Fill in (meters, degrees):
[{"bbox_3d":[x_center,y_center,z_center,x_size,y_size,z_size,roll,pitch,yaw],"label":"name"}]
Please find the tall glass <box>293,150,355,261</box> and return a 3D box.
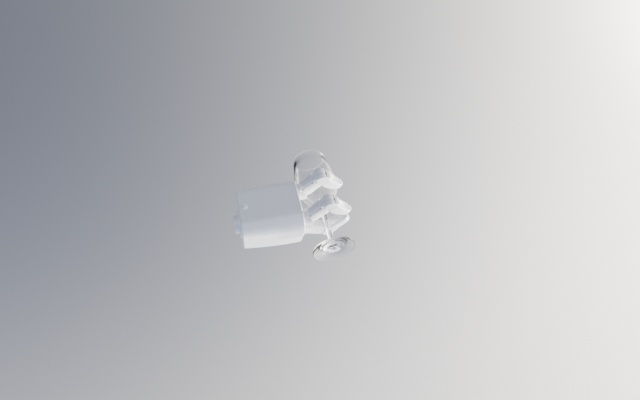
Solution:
[{"bbox_3d":[0.000,0.003,0.859,0.079,0.201,0.079,-11,-34,-7],"label":"tall glass"}]
